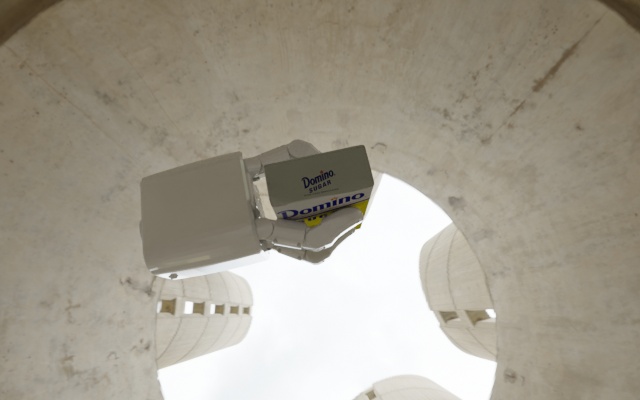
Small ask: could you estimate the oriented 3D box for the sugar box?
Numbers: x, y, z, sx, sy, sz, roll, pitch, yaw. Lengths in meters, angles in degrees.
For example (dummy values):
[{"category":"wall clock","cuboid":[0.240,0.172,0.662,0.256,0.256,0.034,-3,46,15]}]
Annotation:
[{"category":"sugar box","cuboid":[0.000,0.002,0.492,0.093,0.048,0.176,-12,-13,-1]}]
